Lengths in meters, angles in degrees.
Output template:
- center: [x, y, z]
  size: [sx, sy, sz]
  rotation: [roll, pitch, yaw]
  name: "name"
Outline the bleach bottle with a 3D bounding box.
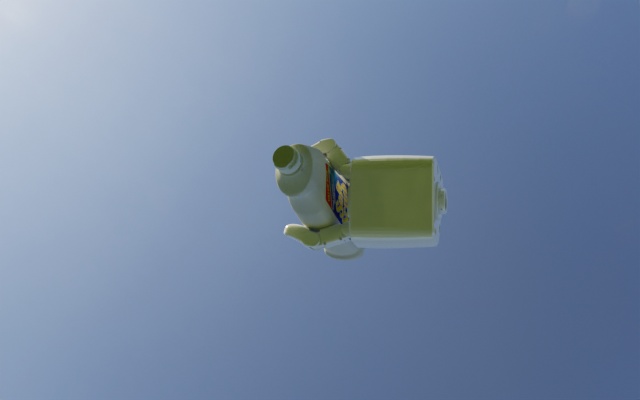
- center: [0.000, 0.002, 0.651]
  size: [0.068, 0.102, 0.251]
  rotation: [-1, -21, 22]
  name: "bleach bottle"
